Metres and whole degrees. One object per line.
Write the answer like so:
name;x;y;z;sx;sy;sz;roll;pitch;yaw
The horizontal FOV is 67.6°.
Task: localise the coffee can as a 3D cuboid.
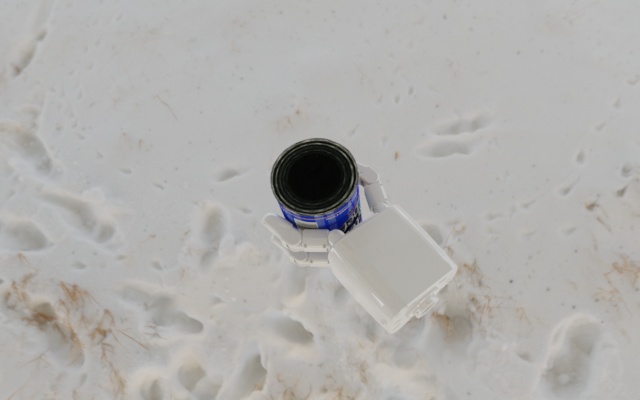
coffee can;0.000;0.002;0.606;0.103;0.102;0.140;0;-26;7
